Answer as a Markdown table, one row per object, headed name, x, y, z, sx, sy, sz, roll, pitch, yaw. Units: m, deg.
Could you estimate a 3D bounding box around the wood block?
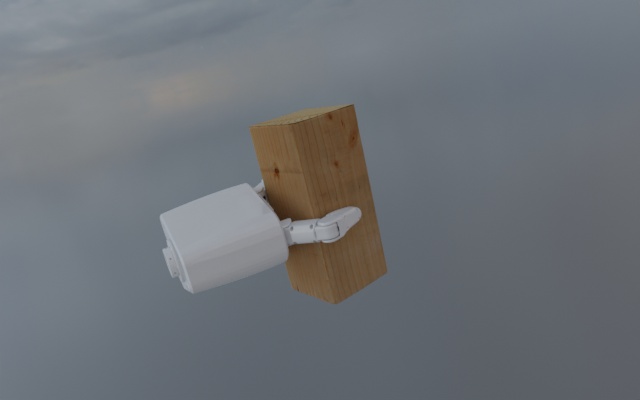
| name | x | y | z | sx | sy | sz | roll | pitch | yaw |
| --- | --- | --- | --- | --- | --- | --- | --- | --- | --- |
| wood block | 0.000 | 0.002 | 0.558 | 0.090 | 0.206 | 0.091 | -25 | 20 | -34 |
